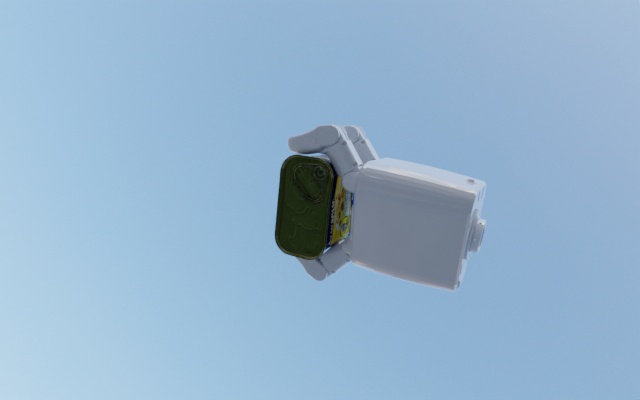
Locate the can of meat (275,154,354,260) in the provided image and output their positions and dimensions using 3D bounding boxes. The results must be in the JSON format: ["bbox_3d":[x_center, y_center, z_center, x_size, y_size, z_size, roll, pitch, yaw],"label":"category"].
[{"bbox_3d":[0.000,0.002,0.501,0.057,0.102,0.084,11,12,24],"label":"can of meat"}]
